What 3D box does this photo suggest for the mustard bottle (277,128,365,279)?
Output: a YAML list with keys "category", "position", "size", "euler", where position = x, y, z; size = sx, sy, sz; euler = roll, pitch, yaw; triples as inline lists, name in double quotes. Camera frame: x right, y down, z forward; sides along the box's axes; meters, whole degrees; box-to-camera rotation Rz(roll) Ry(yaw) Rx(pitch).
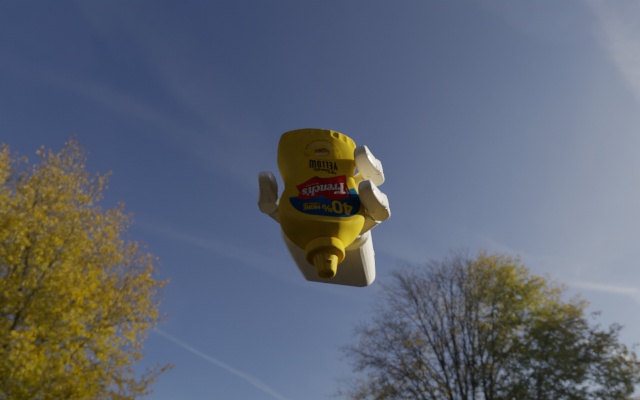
- category: "mustard bottle"
  position: [0.000, 0.001, 0.540]
  size: [0.096, 0.191, 0.058]
  euler: [6, -41, -12]
